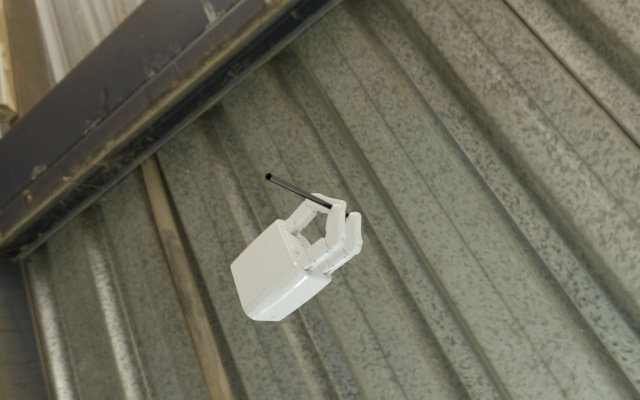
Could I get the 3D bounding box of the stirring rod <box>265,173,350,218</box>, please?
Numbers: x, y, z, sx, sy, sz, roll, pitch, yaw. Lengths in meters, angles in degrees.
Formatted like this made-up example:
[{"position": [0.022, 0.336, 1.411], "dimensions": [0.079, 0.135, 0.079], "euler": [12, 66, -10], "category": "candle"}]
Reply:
[{"position": [0.000, 0.002, 0.618], "dimensions": [0.011, 0.011, 0.239], "euler": [0, -13, 29], "category": "stirring rod"}]
